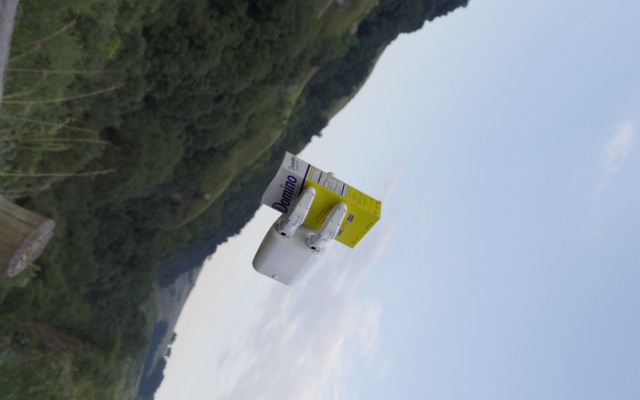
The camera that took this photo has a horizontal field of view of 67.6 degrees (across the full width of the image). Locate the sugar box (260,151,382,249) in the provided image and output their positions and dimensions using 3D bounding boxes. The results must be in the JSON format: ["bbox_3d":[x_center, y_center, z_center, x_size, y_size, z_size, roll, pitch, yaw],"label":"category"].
[{"bbox_3d":[0.000,0.003,0.761,0.176,0.048,0.093,25,-47,-12],"label":"sugar box"}]
